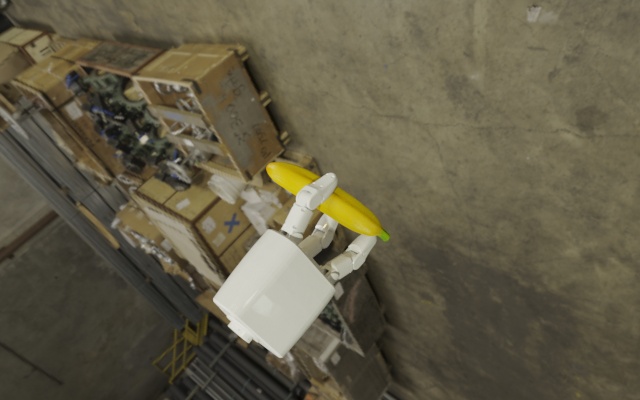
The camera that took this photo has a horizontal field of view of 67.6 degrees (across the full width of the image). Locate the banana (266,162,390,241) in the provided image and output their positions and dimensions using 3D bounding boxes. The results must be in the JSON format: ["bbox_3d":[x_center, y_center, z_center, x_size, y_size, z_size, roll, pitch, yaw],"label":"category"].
[{"bbox_3d":[0.002,-0.003,0.625,0.198,0.037,0.070,33,-17,14],"label":"banana"}]
